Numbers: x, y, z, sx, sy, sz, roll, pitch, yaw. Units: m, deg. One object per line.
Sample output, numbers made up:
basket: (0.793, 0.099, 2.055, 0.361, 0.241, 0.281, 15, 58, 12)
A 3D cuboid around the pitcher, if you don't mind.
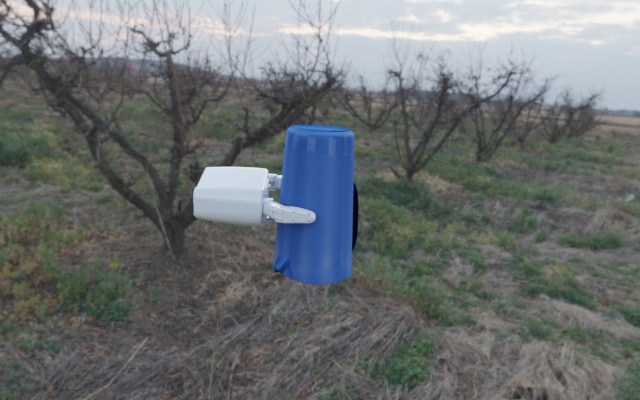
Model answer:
pitcher: (0.000, 0.003, 0.782, 0.145, 0.243, 0.149, 3, 13, -2)
